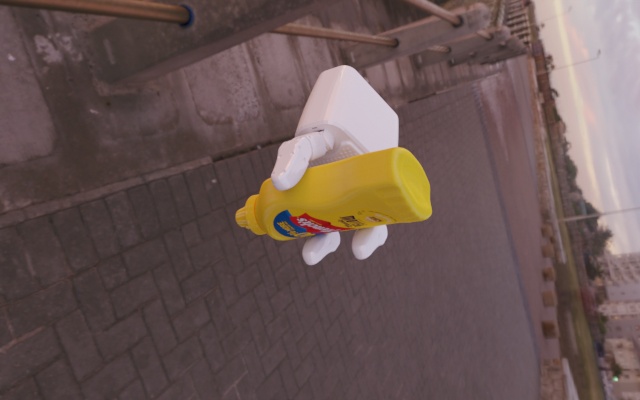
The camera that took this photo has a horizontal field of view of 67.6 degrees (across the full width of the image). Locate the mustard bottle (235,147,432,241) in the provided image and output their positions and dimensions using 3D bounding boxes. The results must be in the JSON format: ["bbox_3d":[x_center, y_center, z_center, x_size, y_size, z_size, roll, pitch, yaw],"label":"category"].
[{"bbox_3d":[0.000,0.002,0.453,0.191,0.058,0.096,-11,-21,27],"label":"mustard bottle"}]
